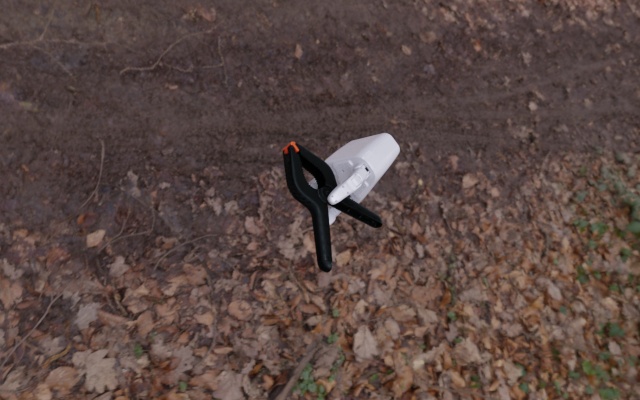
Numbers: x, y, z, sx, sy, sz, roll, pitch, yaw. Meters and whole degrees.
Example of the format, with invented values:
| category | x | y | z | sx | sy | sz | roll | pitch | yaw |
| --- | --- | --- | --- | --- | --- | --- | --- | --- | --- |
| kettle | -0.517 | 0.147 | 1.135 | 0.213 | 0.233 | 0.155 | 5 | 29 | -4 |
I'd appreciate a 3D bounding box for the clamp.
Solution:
| category | x | y | z | sx | sy | sz | roll | pitch | yaw |
| --- | --- | --- | --- | --- | --- | --- | --- | --- | --- |
| clamp | 0.000 | 0.002 | 0.772 | 0.036 | 0.210 | 0.164 | -32 | 9 | 46 |
